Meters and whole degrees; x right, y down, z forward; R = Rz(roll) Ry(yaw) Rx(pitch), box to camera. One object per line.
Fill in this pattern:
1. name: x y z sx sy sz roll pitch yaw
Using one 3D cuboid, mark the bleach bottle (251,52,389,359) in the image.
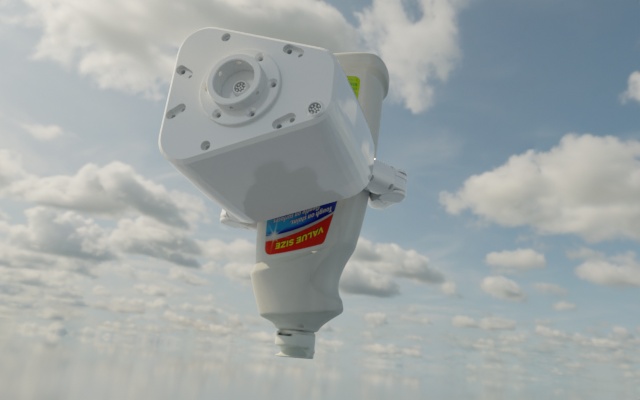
1. bleach bottle: 0.000 0.001 0.400 0.102 0.250 0.068 1 -19 15
